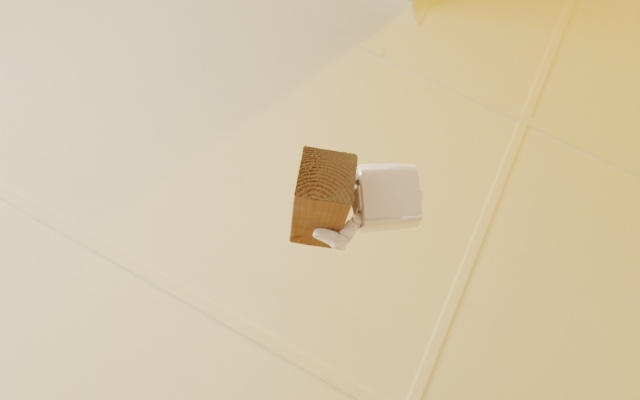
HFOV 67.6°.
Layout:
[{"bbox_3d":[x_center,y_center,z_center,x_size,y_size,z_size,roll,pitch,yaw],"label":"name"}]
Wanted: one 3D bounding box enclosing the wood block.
[{"bbox_3d":[0.000,0.003,0.819,0.090,0.090,0.206,9,-25,-1],"label":"wood block"}]
